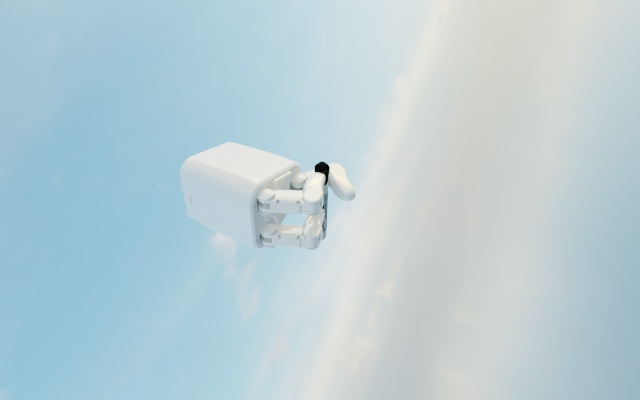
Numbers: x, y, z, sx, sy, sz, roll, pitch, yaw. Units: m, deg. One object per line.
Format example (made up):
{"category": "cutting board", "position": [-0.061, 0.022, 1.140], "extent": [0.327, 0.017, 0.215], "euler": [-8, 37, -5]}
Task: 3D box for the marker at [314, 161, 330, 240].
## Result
{"category": "marker", "position": [0.000, 0.002, 0.601], "extent": [0.020, 0.121, 0.020], "euler": [1, 41, -1]}
